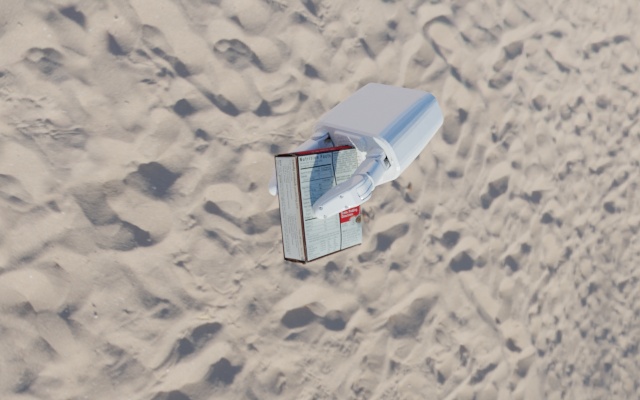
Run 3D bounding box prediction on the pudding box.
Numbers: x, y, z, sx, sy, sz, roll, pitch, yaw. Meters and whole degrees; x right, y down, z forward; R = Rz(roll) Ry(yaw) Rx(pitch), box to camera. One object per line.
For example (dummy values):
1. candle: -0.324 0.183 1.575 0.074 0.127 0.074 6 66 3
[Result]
1. pudding box: 0.000 0.002 0.504 0.090 0.113 0.039 -13 10 -42
